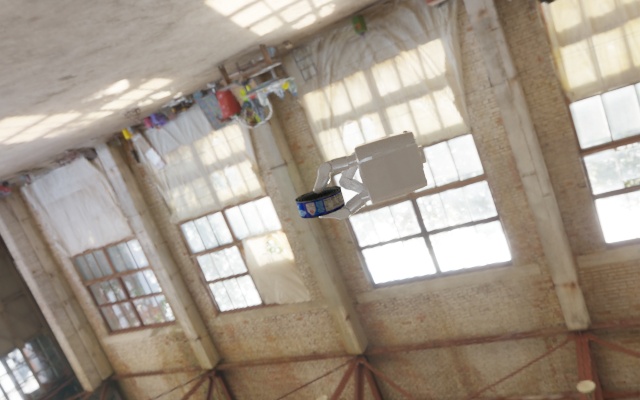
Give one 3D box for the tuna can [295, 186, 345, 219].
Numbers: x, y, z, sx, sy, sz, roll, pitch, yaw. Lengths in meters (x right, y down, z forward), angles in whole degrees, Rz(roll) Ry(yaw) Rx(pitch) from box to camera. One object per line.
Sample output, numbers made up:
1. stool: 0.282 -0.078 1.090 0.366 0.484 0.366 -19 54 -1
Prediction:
1. tuna can: 0.000 0.003 0.855 0.086 0.034 0.086 -15 11 3
